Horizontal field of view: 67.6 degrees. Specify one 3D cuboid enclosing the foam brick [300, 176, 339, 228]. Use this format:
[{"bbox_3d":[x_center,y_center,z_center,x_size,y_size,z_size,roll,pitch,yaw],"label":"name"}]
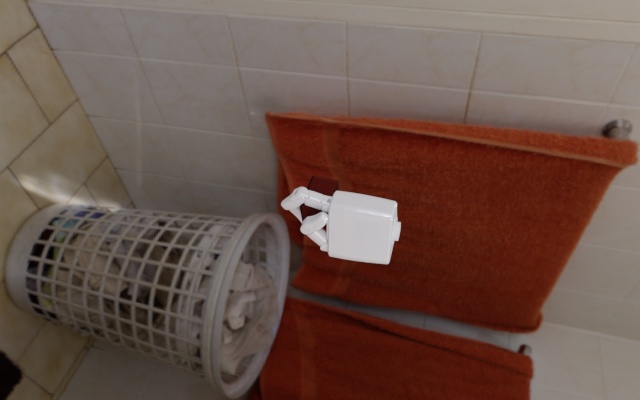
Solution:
[{"bbox_3d":[0.000,0.003,0.858,0.051,0.053,0.078,8,46,15],"label":"foam brick"}]
